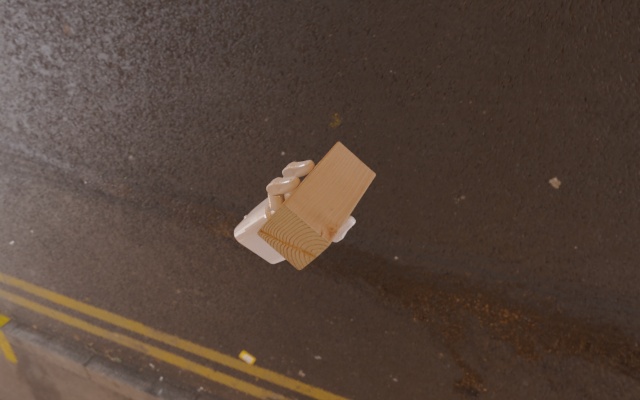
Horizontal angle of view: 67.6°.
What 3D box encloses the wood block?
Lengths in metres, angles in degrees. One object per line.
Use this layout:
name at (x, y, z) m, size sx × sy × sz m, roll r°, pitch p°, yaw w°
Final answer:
wood block at (0.000, 0.003, 0.777) m, size 0.090 × 0.091 × 0.206 m, roll -45°, pitch 5°, yaw 42°
